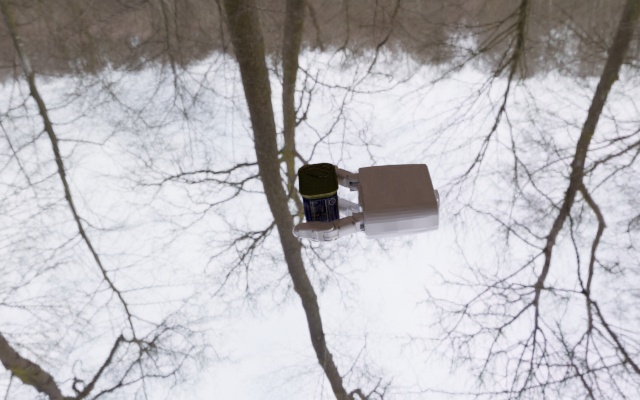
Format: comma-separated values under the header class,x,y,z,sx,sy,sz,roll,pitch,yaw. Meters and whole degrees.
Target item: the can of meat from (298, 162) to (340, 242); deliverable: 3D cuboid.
class,x,y,z,sx,sy,sz,roll,pitch,yaw
can of meat,0.000,0.003,0.720,0.057,0.084,0.102,-8,30,0
